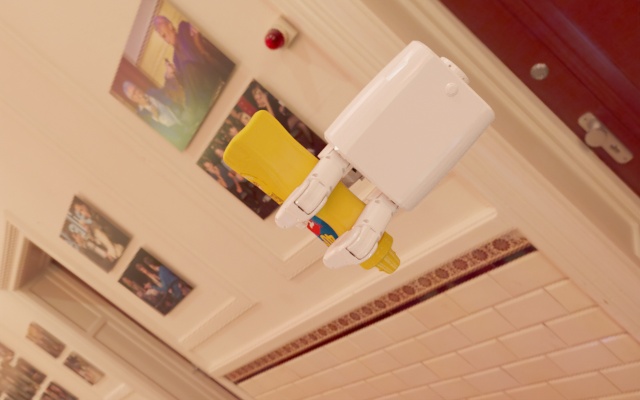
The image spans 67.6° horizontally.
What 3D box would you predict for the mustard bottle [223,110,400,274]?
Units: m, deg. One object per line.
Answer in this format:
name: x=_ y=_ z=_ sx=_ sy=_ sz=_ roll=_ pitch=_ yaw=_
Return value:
mustard bottle: x=0.000 y=0.002 z=0.444 sx=0.191 sy=0.058 sz=0.096 roll=41 pitch=-12 yaw=-8
